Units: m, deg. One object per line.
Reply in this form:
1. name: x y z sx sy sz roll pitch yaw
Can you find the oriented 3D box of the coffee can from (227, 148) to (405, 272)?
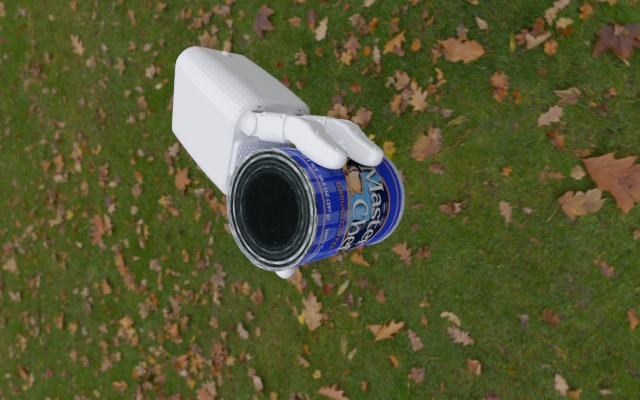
1. coffee can: 0.000 0.002 0.444 0.103 0.103 0.140 0 5 38
